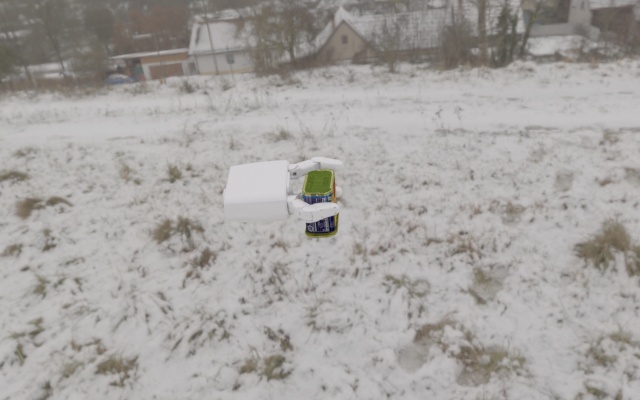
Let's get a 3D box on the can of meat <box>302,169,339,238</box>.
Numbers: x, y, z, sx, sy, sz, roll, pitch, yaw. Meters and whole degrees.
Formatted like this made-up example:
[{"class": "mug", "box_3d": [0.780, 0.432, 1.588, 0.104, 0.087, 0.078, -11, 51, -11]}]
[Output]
[{"class": "can of meat", "box_3d": [0.000, 0.002, 0.828, 0.057, 0.084, 0.102, -3, 28, 6]}]
